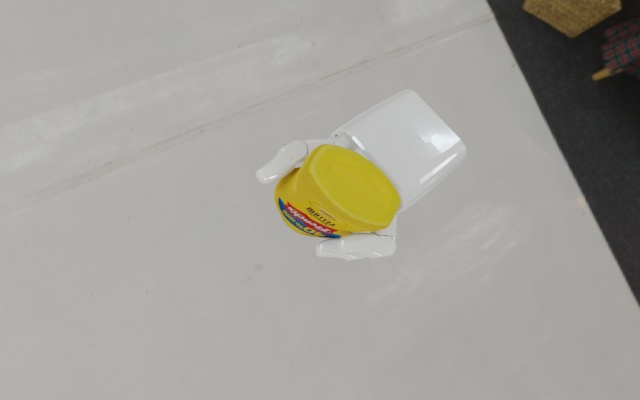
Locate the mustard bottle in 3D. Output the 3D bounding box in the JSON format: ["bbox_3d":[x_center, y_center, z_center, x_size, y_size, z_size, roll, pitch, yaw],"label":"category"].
[{"bbox_3d":[0.000,0.002,0.511,0.096,0.058,0.191,33,-19,-13],"label":"mustard bottle"}]
